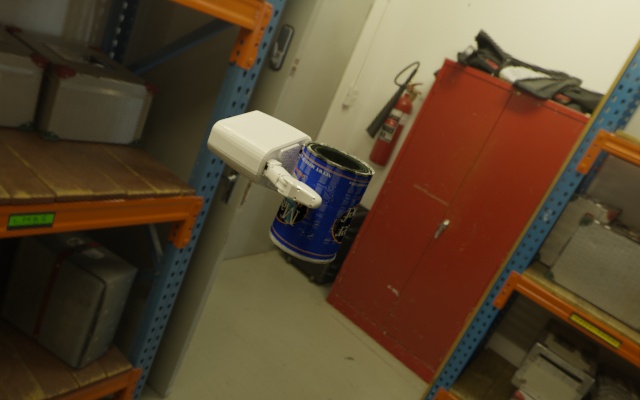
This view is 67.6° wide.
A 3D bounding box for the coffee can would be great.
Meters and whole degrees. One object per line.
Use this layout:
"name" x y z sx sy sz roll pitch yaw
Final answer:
"coffee can" 0.000 0.002 0.665 0.103 0.140 0.102 22 18 -7
